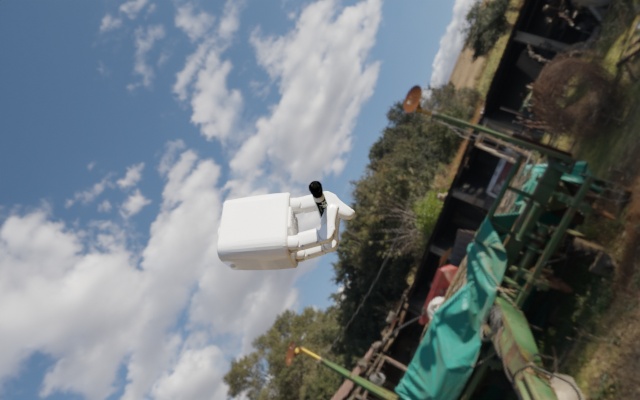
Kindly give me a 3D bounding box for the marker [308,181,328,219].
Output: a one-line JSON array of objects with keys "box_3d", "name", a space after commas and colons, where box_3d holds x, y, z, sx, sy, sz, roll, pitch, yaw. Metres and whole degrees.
[{"box_3d": [0.000, 0.002, 0.701, 0.020, 0.020, 0.121, 0, -22, 8], "name": "marker"}]
